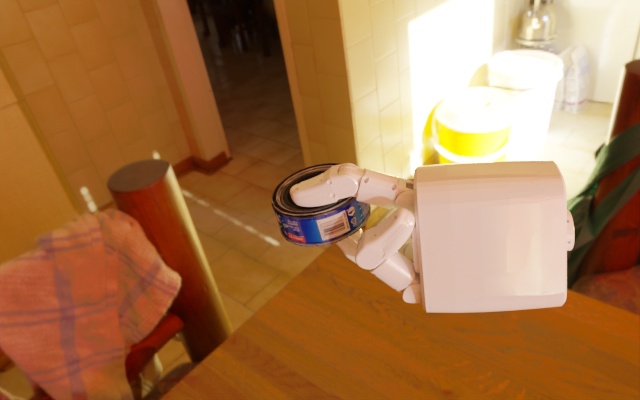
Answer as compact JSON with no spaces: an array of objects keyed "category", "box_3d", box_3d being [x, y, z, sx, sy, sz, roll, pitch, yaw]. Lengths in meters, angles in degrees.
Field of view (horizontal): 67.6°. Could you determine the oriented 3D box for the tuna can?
[{"category":"tuna can","box_3d":[0.000,0.001,0.428,0.086,0.034,0.086,-12,33,8]}]
